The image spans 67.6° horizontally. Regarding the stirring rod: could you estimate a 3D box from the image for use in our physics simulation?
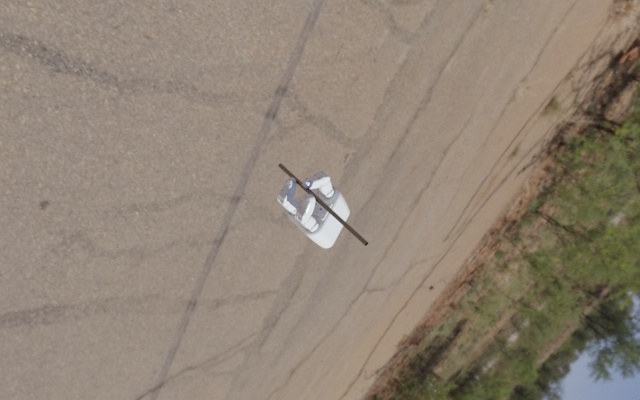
[{"bbox_3d":[0.000,0.003,0.871,0.239,0.011,0.011,42,23,27],"label":"stirring rod"}]
